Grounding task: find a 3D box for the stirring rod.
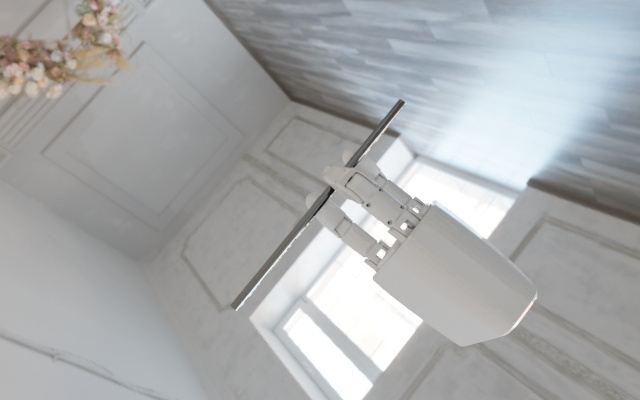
[{"bbox_3d":[0.000,0.001,0.429,0.011,0.239,0.011,39,-6,5],"label":"stirring rod"}]
